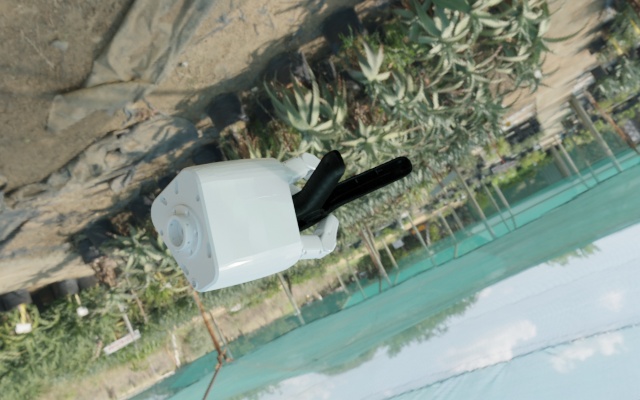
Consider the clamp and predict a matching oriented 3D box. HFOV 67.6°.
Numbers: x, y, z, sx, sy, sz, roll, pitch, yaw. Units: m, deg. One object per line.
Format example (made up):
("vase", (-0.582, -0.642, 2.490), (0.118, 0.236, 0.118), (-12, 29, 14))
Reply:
("clamp", (0.000, 0.003, 0.556), (0.164, 0.036, 0.210), (-6, -23, -48))
